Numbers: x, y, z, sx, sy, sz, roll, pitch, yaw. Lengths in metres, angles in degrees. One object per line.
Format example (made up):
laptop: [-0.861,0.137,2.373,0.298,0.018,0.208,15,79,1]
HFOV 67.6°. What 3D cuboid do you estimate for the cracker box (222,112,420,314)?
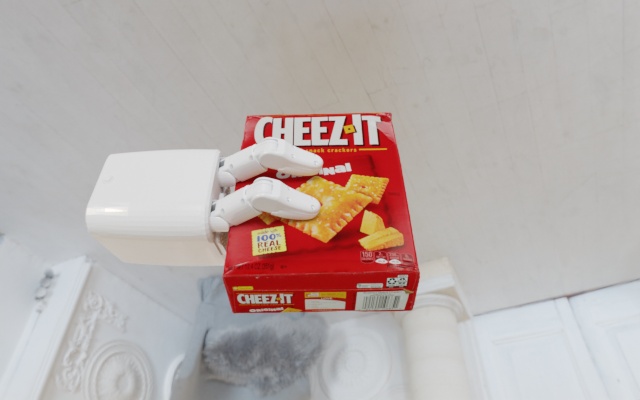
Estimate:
cracker box: [0.000,0.002,0.473,0.164,0.213,0.072,-1,-42,0]
